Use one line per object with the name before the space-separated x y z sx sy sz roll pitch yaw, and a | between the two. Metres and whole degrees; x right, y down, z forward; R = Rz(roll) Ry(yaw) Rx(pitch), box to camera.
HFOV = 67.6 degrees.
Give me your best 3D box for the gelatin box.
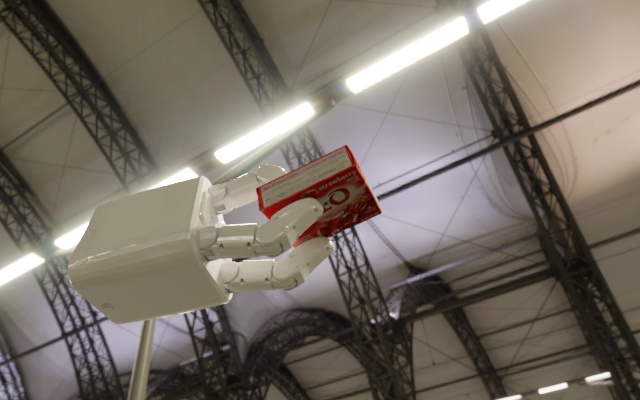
gelatin box | 0.000 0.001 0.416 0.089 0.030 0.073 -26 -41 9
